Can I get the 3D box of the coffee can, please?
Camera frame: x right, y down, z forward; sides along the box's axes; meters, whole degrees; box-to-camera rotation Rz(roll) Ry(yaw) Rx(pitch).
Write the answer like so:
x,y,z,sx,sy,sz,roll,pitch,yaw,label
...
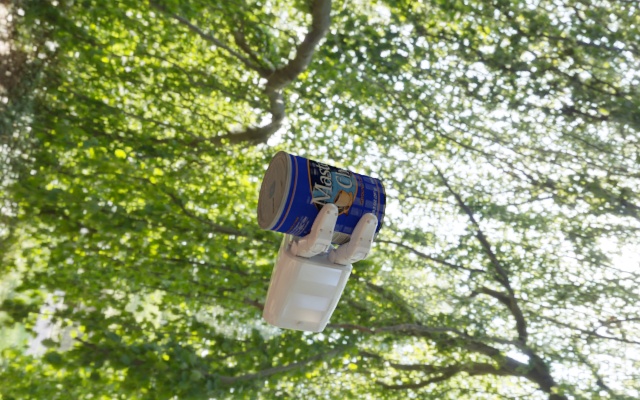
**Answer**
x,y,z,sx,sy,sz,roll,pitch,yaw,label
0.000,0.002,0.625,0.140,0.103,0.103,14,-6,-22,coffee can
